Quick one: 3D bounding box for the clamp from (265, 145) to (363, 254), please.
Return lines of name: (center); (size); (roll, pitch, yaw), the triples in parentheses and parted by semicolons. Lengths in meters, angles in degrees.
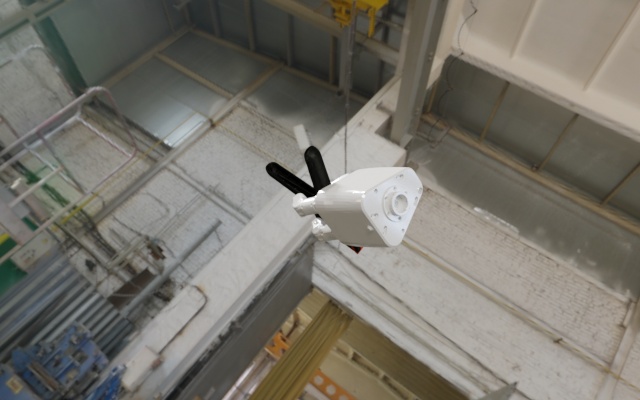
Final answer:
clamp: (0.001, 0.002, 0.784); (0.036, 0.210, 0.164); (-46, 23, -23)
